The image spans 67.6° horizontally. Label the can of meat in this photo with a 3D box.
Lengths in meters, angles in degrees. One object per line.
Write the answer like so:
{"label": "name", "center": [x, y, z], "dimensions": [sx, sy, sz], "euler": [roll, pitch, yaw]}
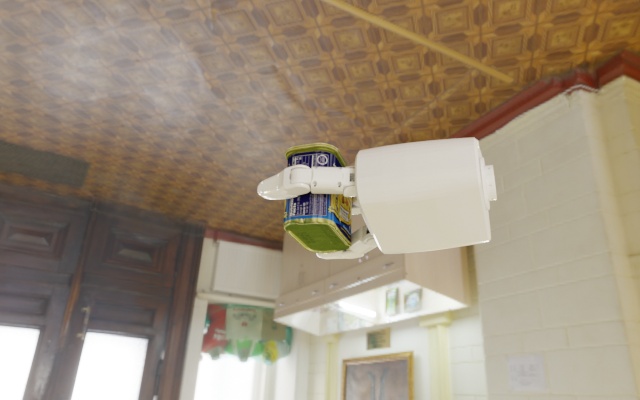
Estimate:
{"label": "can of meat", "center": [0.000, 0.002, 0.502], "dimensions": [0.057, 0.084, 0.102], "euler": [-6, -24, 18]}
